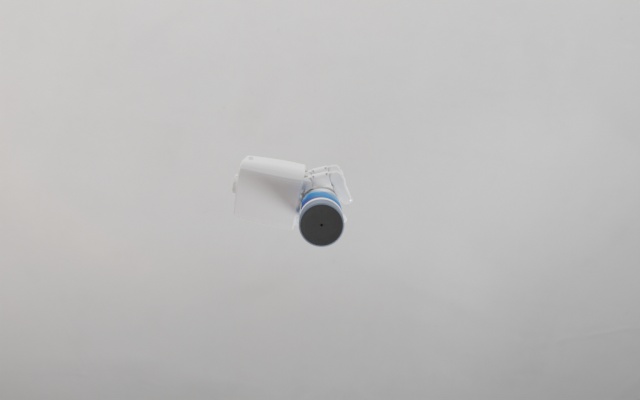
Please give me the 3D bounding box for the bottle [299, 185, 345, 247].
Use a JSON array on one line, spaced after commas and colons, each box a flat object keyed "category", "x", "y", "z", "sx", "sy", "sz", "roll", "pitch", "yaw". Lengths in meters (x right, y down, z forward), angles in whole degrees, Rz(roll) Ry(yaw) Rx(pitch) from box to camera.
[{"category": "bottle", "x": 0.000, "y": 0.003, "z": 0.829, "sx": 0.069, "sy": 0.069, "sz": 0.295, "roll": 0, "pitch": 13, "yaw": -1}]
